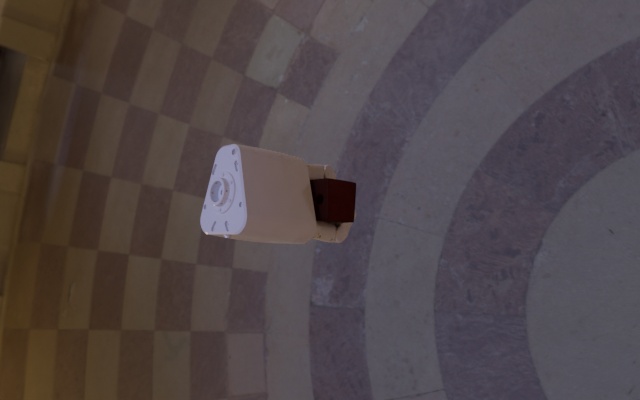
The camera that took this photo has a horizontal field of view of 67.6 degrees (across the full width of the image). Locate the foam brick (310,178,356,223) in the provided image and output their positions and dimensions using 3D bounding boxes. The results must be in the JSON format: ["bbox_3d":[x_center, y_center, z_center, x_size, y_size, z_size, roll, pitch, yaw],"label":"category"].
[{"bbox_3d":[0.000,0.002,0.619,0.078,0.053,0.051,-4,-8,44],"label":"foam brick"}]
